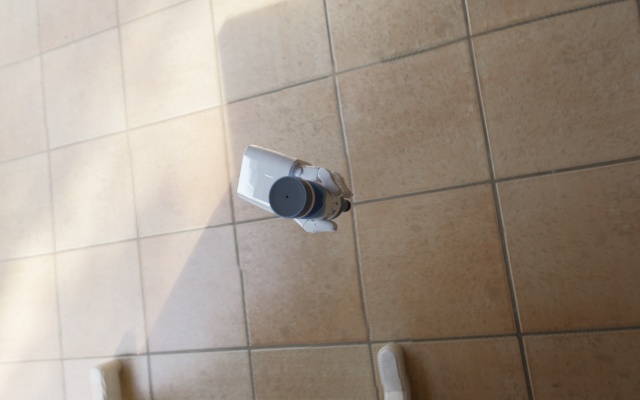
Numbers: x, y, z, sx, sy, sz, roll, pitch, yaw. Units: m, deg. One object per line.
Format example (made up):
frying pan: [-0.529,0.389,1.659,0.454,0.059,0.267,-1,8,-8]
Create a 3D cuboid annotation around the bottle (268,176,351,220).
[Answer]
bottle: [0.000,0.003,0.876,0.069,0.069,0.296,0,-3,21]
